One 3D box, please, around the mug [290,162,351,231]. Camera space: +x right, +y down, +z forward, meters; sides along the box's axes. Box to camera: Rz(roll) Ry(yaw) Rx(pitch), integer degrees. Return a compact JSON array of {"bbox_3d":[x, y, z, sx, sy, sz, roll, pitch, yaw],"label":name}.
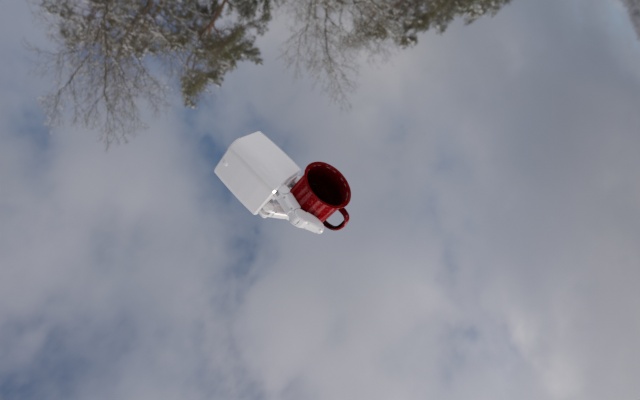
[{"bbox_3d":[0.001,0.004,0.817,0.081,0.117,0.093,-44,-1,42],"label":"mug"}]
